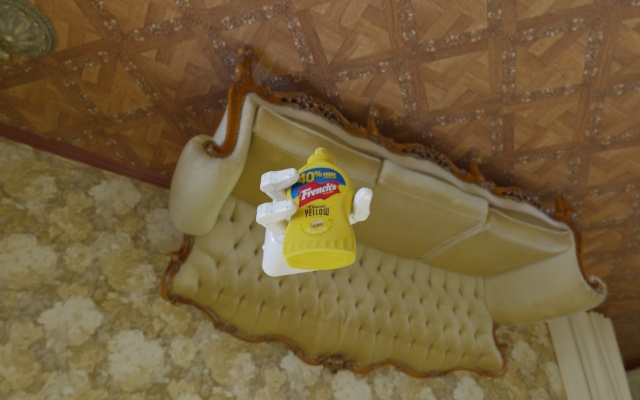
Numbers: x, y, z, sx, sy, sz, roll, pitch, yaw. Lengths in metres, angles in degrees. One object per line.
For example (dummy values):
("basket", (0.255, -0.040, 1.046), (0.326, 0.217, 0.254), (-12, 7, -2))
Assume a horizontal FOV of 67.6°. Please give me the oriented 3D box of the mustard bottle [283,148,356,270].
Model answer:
("mustard bottle", (0.000, 0.002, 0.678), (0.096, 0.191, 0.058), (-5, -36, 9))
